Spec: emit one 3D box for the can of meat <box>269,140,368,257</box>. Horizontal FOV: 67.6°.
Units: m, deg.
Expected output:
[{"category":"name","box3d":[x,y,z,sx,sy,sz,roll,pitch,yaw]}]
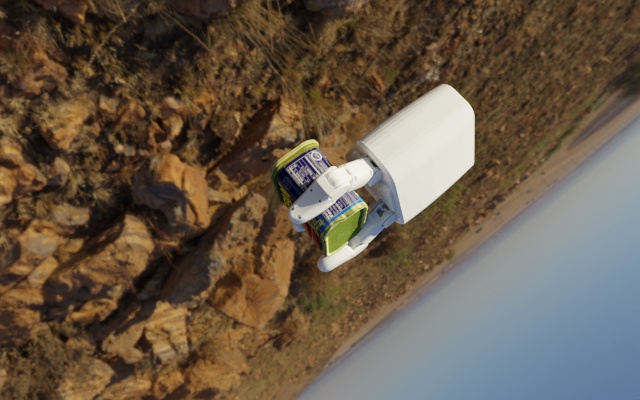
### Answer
[{"category":"can of meat","box3d":[0.000,0.002,0.479,0.057,0.084,0.102,-36,-17,-11]}]
